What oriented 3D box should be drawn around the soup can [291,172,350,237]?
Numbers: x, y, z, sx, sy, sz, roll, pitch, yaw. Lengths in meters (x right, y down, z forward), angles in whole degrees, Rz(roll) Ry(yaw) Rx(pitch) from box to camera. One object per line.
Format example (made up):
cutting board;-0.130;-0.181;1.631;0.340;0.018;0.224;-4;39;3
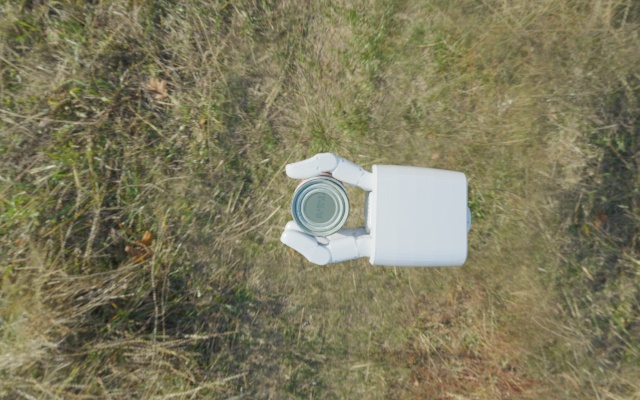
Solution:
soup can;0.000;0.002;0.576;0.068;0.068;0.102;0;8;0
